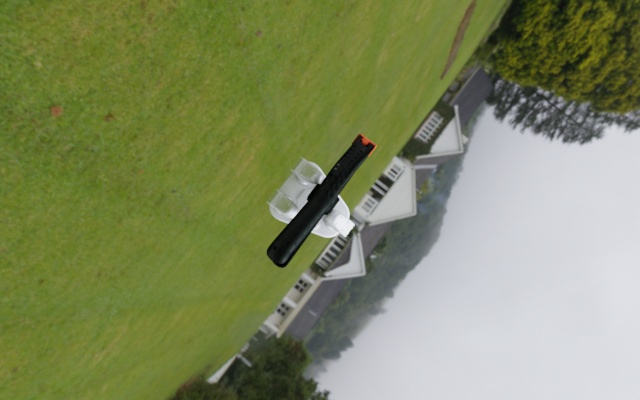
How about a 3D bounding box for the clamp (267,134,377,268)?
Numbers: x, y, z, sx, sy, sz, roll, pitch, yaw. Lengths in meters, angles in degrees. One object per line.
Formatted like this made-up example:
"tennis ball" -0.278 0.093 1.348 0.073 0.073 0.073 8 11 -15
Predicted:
"clamp" 0.001 0.002 0.601 0.036 0.210 0.164 37 -3 2
